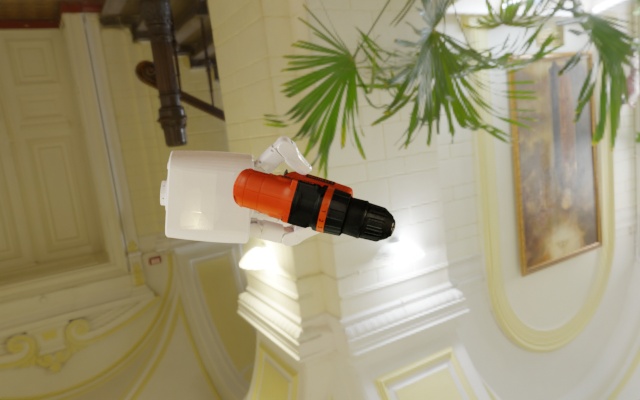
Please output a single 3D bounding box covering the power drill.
[{"bbox_3d":[0.000,0.002,0.598,0.184,0.057,0.187,17,3,5],"label":"power drill"}]
